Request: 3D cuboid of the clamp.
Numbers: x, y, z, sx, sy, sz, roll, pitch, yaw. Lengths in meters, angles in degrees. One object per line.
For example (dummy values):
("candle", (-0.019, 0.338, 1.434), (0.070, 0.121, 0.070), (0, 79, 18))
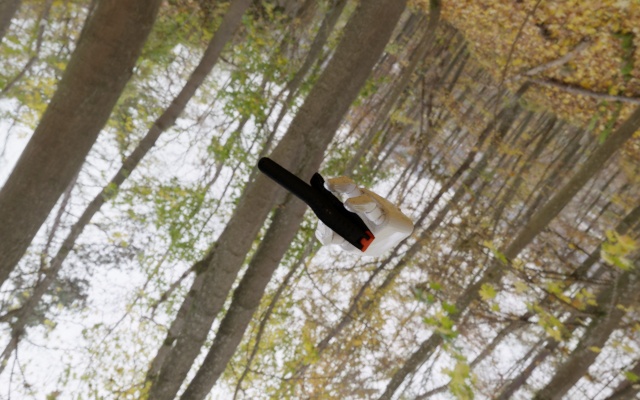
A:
("clamp", (0.000, 0.003, 0.756), (0.164, 0.036, 0.210), (15, 24, -50))
